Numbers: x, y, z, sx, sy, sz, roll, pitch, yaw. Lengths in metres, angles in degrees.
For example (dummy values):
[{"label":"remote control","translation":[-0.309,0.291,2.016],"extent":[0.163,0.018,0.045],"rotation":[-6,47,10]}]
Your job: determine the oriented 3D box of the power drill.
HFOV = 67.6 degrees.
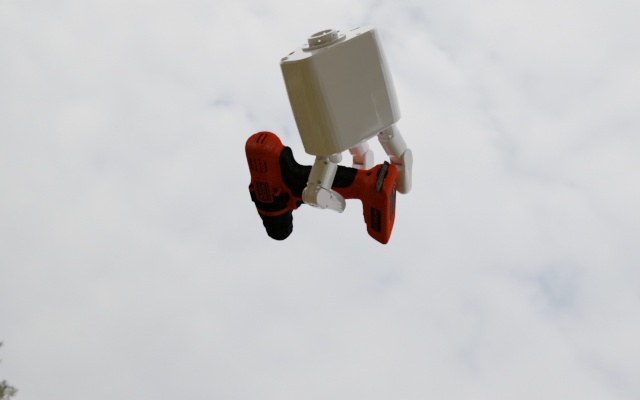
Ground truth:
[{"label":"power drill","translation":[0.001,0.002,0.609],"extent":[0.187,0.057,0.185],"rotation":[10,-40,14]}]
